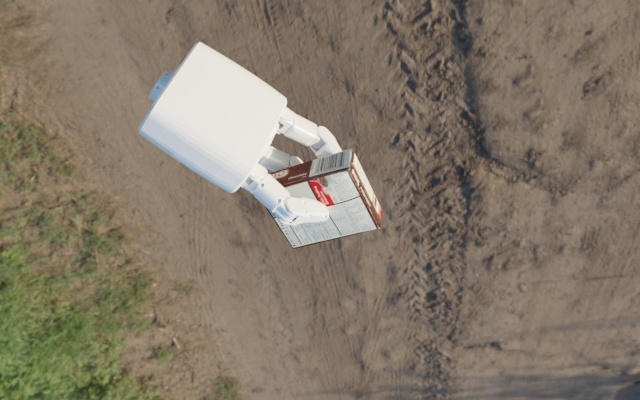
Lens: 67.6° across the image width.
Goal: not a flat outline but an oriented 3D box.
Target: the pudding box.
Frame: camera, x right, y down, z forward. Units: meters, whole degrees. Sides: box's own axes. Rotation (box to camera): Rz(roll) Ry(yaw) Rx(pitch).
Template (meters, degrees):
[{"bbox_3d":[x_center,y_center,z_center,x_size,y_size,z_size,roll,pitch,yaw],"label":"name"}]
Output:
[{"bbox_3d":[0.000,0.002,0.526,0.113,0.090,0.039,-14,37,23],"label":"pudding box"}]
